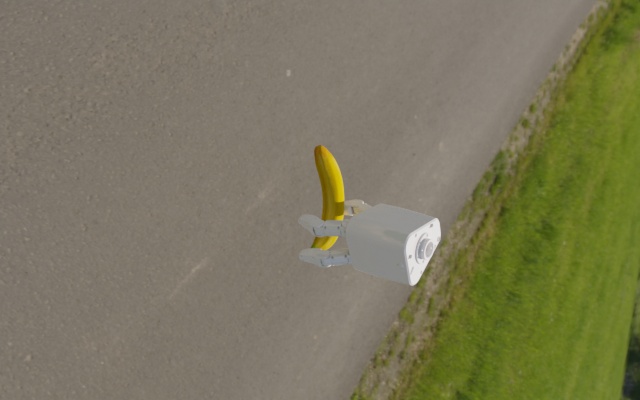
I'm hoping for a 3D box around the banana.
[{"bbox_3d":[0.012,0.004,0.813,0.037,0.198,0.069,16,17,39],"label":"banana"}]
